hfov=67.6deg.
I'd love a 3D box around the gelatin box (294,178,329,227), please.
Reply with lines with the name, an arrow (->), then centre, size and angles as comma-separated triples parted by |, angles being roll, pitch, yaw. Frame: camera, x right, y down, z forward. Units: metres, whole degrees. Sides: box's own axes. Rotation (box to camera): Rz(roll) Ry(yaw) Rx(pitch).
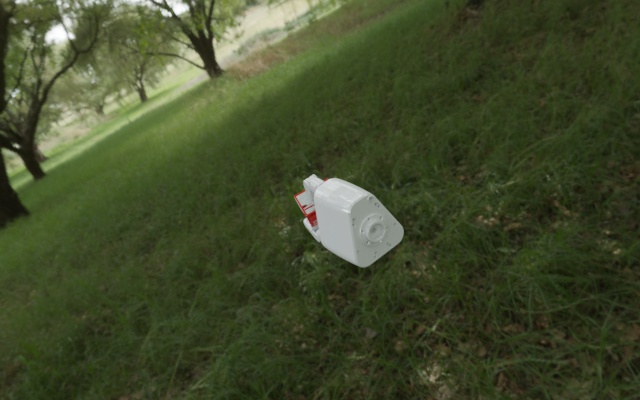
gelatin box -> 0.000, 0.002, 0.854 | 0.073, 0.030, 0.089 | -29, 30, -4
